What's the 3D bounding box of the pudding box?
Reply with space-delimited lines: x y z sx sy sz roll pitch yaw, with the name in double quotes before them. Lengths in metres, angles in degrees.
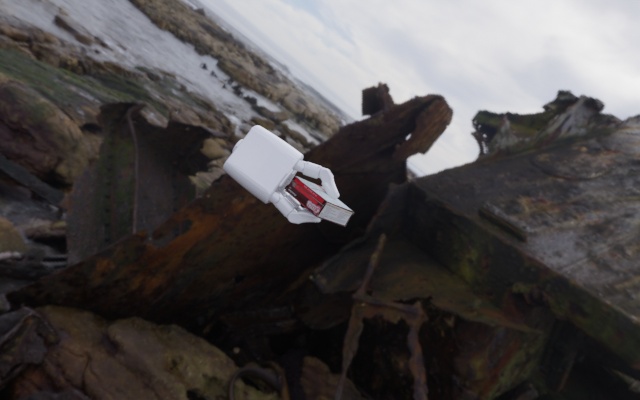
"pudding box" 0.000 0.003 0.892 0.090 0.039 0.113 40 12 31
